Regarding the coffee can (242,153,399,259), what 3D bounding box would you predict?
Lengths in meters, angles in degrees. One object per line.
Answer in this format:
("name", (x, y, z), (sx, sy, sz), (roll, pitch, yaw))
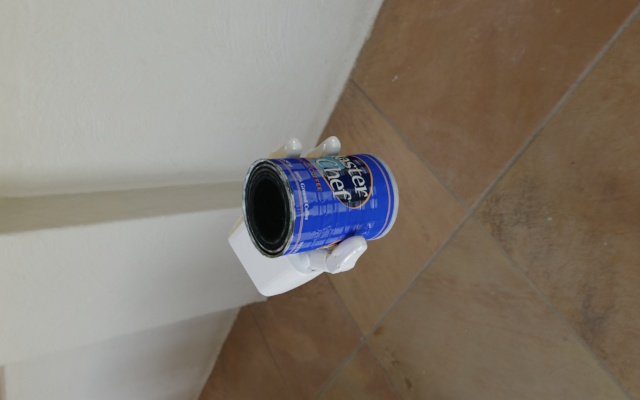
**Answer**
("coffee can", (0.000, 0.002, 0.523), (0.140, 0.103, 0.103), (-7, 4, -36))
